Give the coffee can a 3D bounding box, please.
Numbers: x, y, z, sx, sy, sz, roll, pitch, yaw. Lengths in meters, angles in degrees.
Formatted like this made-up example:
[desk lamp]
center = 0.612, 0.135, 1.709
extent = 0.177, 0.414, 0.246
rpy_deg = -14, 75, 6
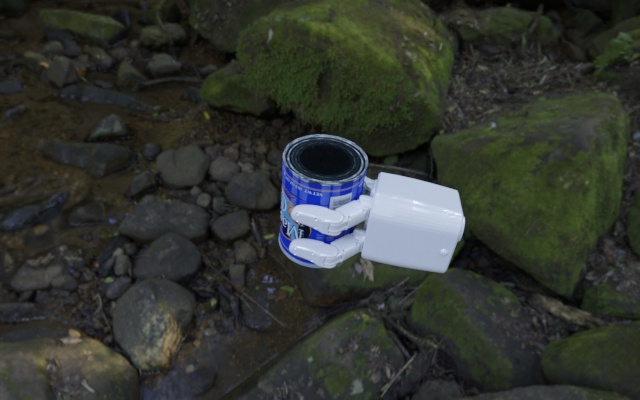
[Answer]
[coffee can]
center = 0.000, 0.002, 0.611
extent = 0.103, 0.140, 0.102
rpy_deg = 4, 40, -3
